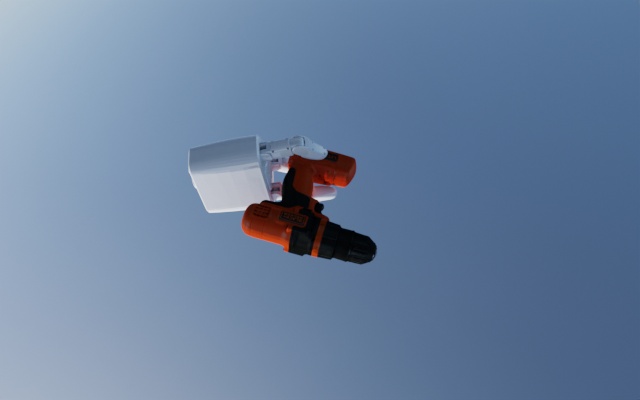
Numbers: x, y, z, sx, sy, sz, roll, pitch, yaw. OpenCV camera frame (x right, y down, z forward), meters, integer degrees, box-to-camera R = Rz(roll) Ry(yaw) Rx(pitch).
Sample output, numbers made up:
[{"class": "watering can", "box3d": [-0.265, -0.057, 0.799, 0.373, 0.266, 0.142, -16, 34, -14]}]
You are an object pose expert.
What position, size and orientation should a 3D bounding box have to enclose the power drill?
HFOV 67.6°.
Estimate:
[{"class": "power drill", "box3d": [0.000, 0.002, 0.686, 0.184, 0.057, 0.187, 16, 41, 2]}]
